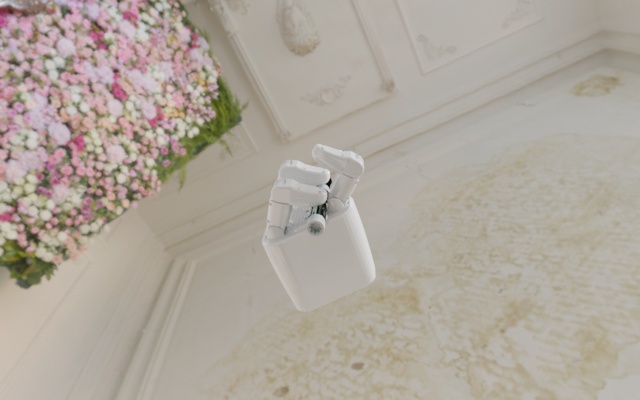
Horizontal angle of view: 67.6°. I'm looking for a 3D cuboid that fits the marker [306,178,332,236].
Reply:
[{"bbox_3d":[0.000,0.002,0.546,0.020,0.020,0.121,0,27,6],"label":"marker"}]
